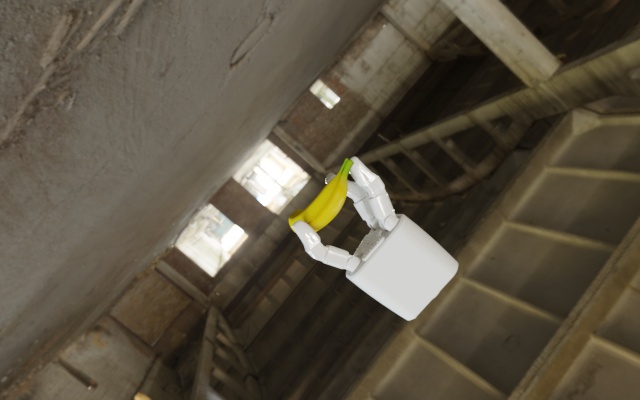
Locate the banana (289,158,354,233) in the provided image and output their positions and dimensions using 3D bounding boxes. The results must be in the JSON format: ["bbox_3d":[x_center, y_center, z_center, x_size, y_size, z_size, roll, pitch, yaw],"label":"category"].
[{"bbox_3d":[-0.006,0.015,0.670,0.037,0.069,0.198,36,-33,-9],"label":"banana"}]
